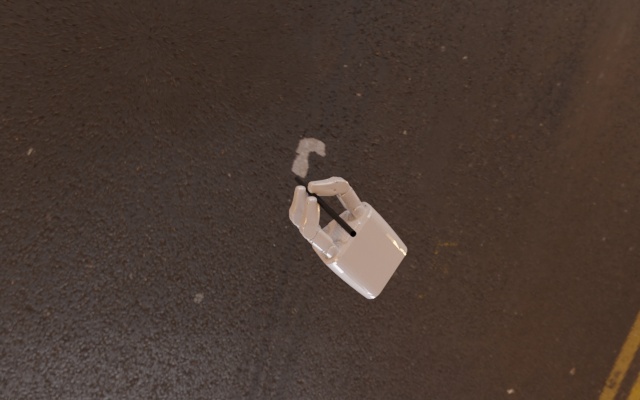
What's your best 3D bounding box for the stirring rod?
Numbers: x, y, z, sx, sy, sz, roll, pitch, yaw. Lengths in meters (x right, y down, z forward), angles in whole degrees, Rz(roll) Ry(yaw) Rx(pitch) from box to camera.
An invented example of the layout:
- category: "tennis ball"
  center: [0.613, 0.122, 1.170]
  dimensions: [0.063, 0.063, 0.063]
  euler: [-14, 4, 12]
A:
- category: "stirring rod"
  center: [0.000, 0.002, 0.665]
  dimensions: [0.011, 0.011, 0.239]
  euler: [0, 18, -20]
